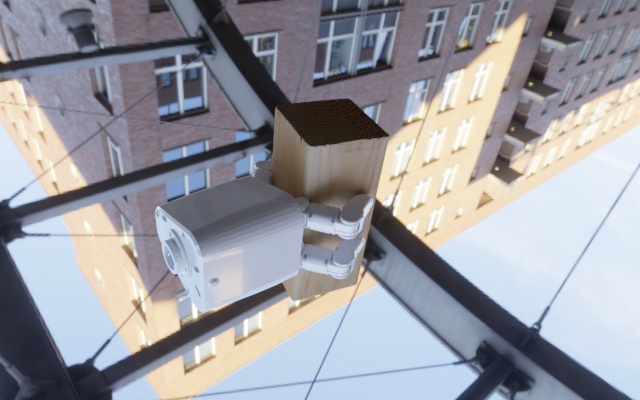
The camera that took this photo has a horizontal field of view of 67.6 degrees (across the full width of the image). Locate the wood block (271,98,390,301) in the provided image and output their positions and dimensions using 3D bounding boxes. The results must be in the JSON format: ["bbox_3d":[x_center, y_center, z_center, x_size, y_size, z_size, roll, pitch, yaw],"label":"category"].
[{"bbox_3d":[0.000,0.002,0.536,0.090,0.206,0.090,-11,40,-24],"label":"wood block"}]
